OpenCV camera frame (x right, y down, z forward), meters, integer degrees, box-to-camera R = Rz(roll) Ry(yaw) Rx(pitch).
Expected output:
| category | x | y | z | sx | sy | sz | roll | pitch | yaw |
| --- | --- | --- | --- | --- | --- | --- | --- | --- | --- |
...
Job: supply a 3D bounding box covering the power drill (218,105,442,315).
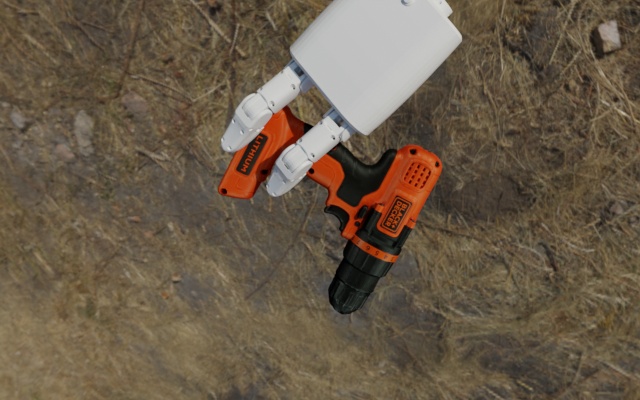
| category | x | y | z | sx | sy | sz | roll | pitch | yaw |
| --- | --- | --- | --- | --- | --- | --- | --- | --- | --- |
| power drill | 0.000 | 0.001 | 0.470 | 0.187 | 0.184 | 0.057 | 27 | 8 | -5 |
